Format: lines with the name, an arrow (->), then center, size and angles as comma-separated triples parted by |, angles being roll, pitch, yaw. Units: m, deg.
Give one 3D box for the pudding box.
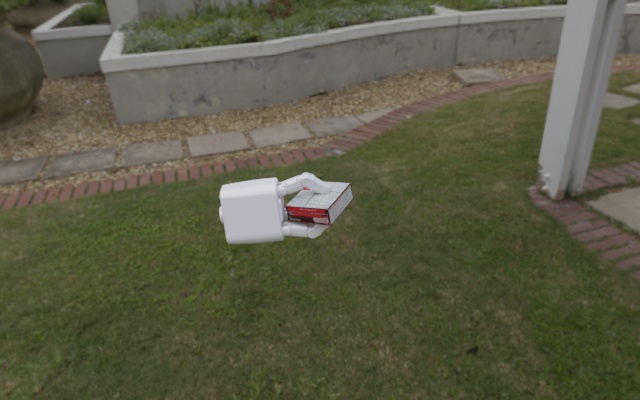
pudding box -> 0.000, 0.003, 0.898 | 0.090, 0.039, 0.113 | 6, 32, 26
